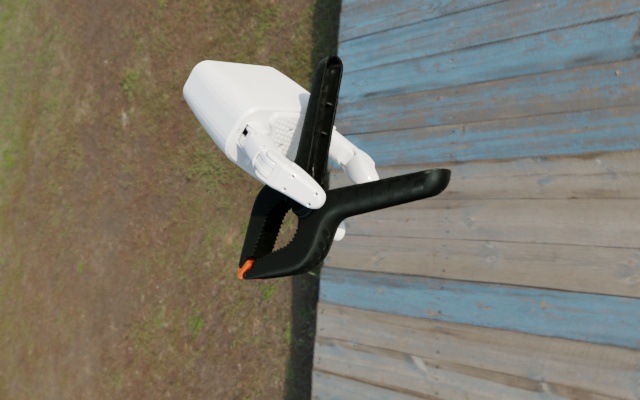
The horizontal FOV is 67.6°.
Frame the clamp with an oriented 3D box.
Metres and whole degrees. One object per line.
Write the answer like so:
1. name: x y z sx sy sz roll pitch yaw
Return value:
1. clamp: -0.001 0.001 0.404 0.036 0.210 0.164 13 27 -49
